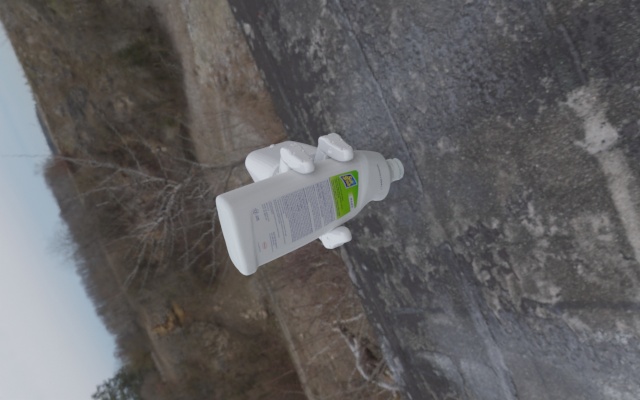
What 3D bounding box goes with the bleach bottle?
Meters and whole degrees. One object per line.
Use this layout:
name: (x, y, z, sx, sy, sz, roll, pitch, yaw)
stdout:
bleach bottle: (0.000, 0.002, 0.614, 0.251, 0.103, 0.068, -20, 25, -23)
